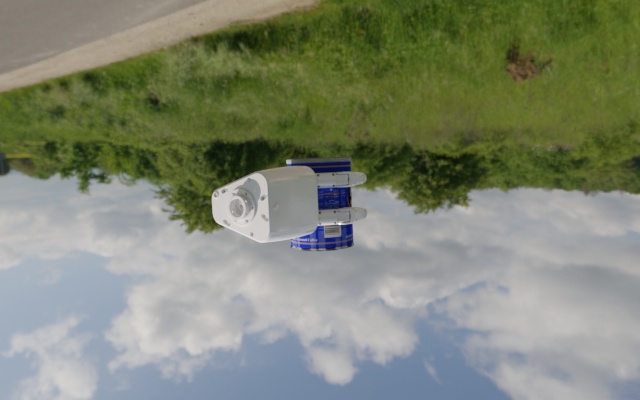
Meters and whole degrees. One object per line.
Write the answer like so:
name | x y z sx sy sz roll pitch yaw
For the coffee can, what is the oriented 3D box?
coffee can | 0.000 0.002 0.760 0.103 0.140 0.103 -2 5 0
